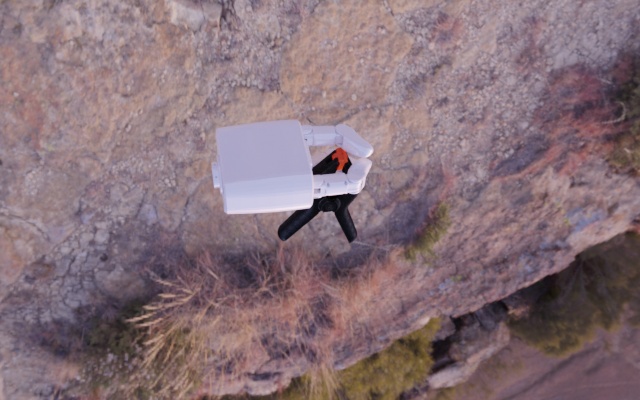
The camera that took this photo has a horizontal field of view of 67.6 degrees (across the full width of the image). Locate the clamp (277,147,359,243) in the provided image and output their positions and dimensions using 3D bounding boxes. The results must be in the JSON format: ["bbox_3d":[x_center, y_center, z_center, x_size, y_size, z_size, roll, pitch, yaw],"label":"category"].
[{"bbox_3d":[0.000,0.002,0.669,0.120,0.172,0.039,-7,42,-13],"label":"clamp"}]
